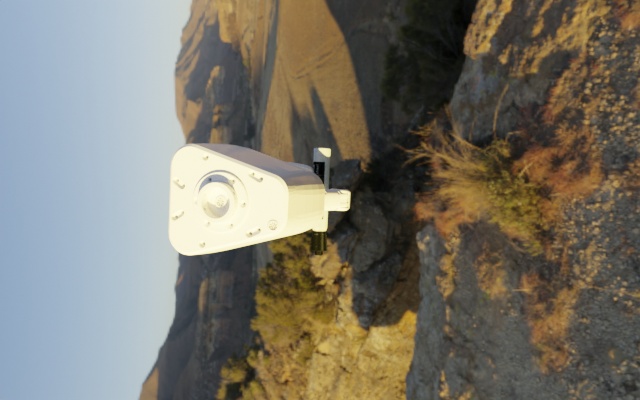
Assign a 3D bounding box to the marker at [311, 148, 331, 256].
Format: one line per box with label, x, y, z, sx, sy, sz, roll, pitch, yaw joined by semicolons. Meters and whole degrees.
marker;0.000;0.002;0.538;0.020;0.121;0.020;2;3;0
